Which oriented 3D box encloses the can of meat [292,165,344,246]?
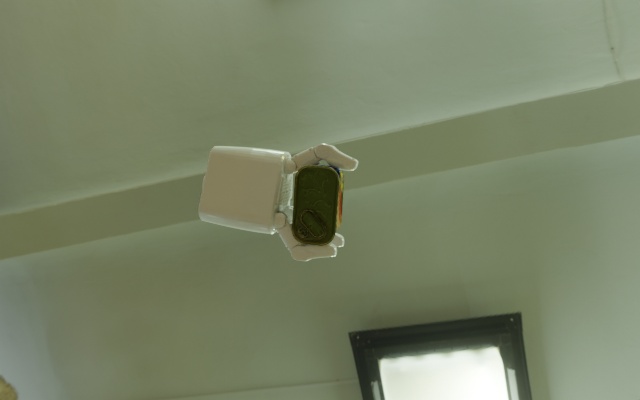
[{"bbox_3d":[0.000,0.002,0.644,0.057,0.102,0.084,5,8,9],"label":"can of meat"}]
